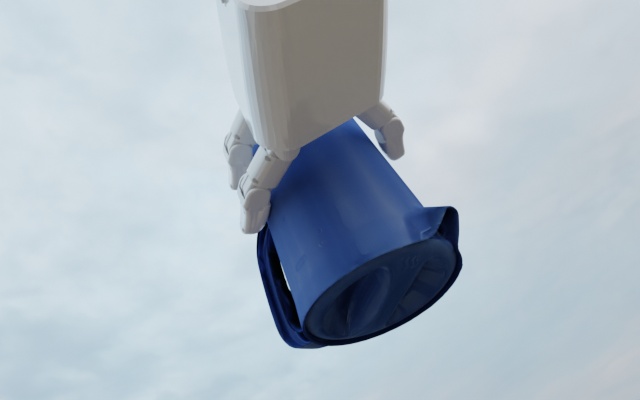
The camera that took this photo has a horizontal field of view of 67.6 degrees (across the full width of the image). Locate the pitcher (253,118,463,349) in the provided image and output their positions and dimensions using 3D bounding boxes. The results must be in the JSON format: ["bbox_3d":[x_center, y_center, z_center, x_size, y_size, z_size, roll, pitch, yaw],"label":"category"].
[{"bbox_3d":[0.000,0.001,0.433,0.149,0.242,0.145,-19,-38,-11],"label":"pitcher"}]
